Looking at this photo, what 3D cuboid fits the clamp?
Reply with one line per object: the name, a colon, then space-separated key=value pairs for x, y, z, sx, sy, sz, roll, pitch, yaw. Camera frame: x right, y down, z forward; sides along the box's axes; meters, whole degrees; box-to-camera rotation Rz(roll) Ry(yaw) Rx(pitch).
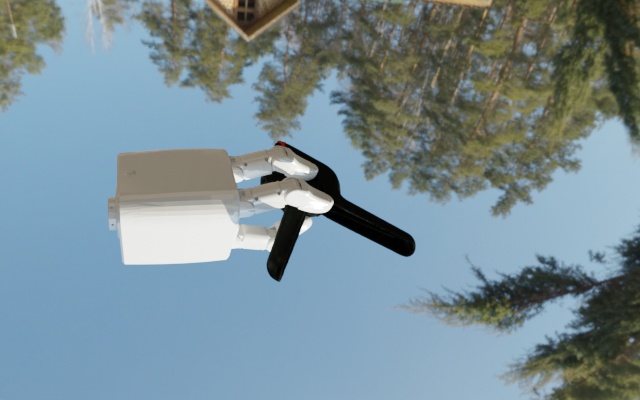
clamp: x=0.000 y=0.002 z=0.534 sx=0.164 sy=0.036 sz=0.209 roll=-1 pitch=39 yaw=-22
